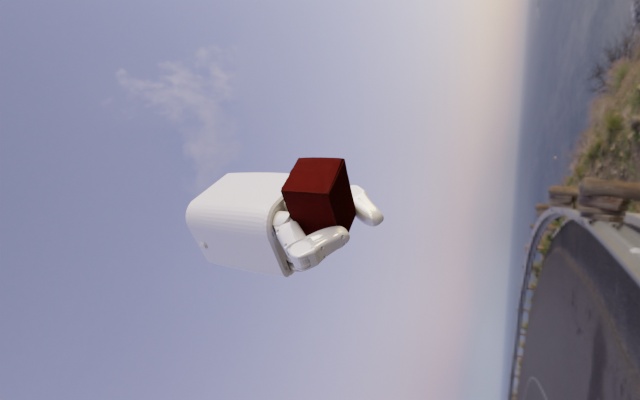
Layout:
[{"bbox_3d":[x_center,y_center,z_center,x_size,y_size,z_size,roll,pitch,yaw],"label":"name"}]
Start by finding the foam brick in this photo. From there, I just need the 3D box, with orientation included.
[{"bbox_3d":[0.000,0.001,0.485,0.051,0.078,0.053,6,46,22],"label":"foam brick"}]
